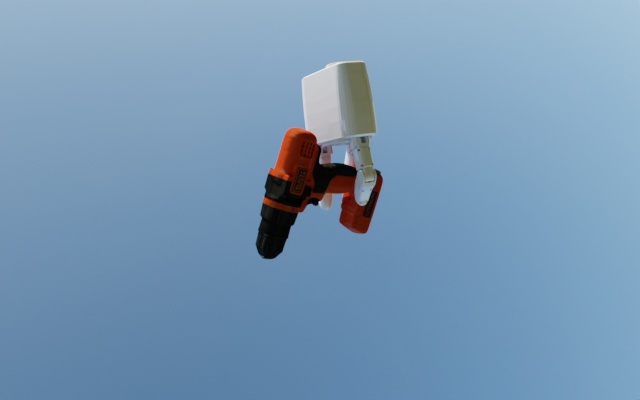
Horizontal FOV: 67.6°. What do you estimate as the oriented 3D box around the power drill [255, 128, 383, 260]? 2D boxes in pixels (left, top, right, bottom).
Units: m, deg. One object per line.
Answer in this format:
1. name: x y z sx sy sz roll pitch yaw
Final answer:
1. power drill: 0.000 0.002 0.696 0.188 0.184 0.057 11 9 -44
